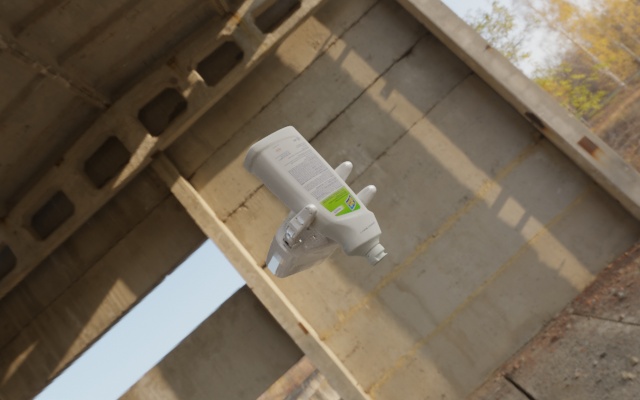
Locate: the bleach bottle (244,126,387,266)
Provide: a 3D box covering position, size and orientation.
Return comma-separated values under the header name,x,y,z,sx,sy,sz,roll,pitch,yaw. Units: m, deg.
name,x,y,z,sx,sy,sz,roll,pitch,yaw
bleach bottle,0.000,0.002,0.730,0.102,0.251,0.068,-35,-14,-32
